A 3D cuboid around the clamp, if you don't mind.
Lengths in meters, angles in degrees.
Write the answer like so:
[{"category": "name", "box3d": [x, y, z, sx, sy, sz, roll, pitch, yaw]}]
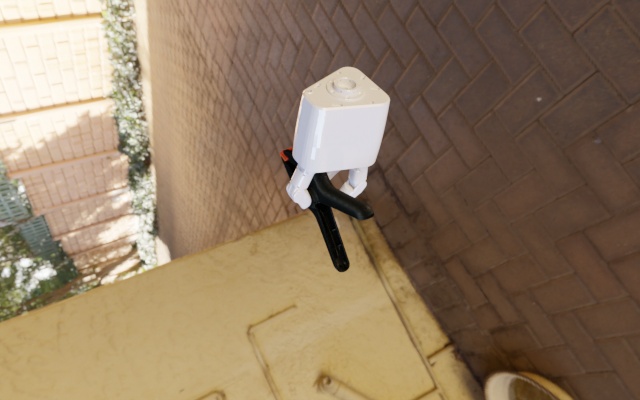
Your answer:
[{"category": "clamp", "box3d": [-0.001, 0.002, 0.735, 0.036, 0.165, 0.210, -22, 55, -26]}]
